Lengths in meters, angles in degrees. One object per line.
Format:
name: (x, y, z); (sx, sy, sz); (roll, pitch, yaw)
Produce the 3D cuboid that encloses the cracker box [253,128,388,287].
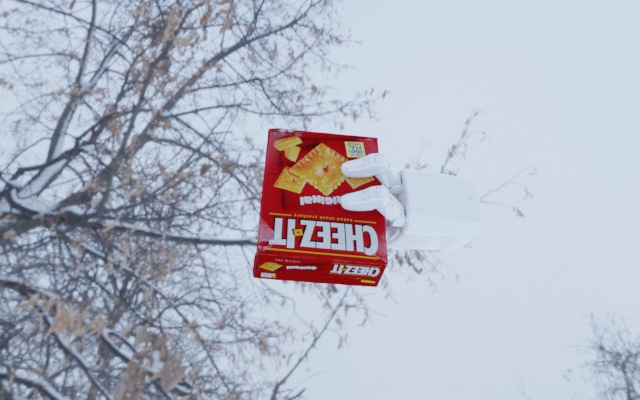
cracker box: (0.000, 0.002, 0.651); (0.164, 0.213, 0.072); (5, -37, -6)
